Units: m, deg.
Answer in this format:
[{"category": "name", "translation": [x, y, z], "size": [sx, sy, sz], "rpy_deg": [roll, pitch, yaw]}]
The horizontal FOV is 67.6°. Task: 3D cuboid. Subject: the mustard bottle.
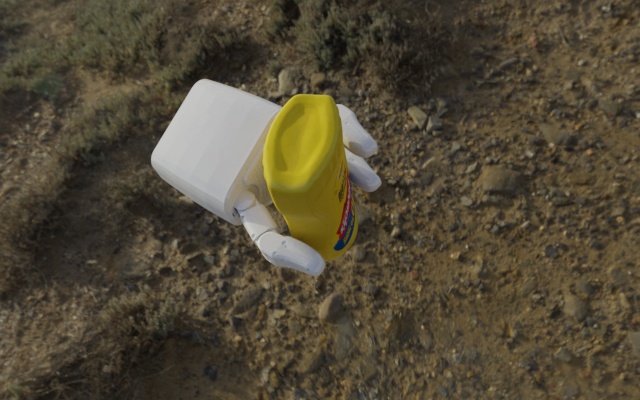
[{"category": "mustard bottle", "translation": [0.000, 0.001, 0.437], "size": [0.058, 0.096, 0.192], "rpy_deg": [4, -31, 13]}]
